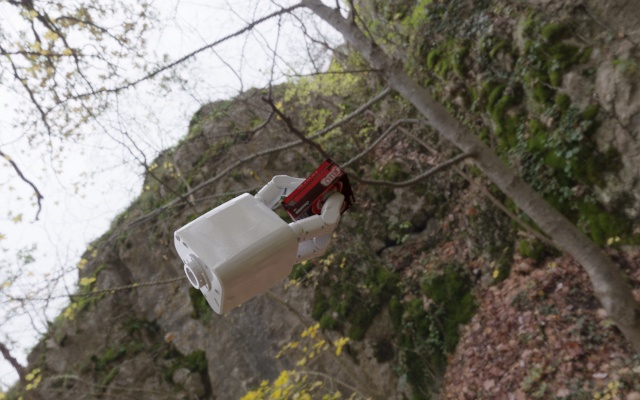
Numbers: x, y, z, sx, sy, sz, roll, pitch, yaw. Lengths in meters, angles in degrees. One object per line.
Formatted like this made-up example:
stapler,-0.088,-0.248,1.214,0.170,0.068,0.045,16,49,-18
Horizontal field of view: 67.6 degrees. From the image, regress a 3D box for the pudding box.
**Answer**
pudding box,0.000,0.002,0.658,0.039,0.090,0.113,45,-6,20
